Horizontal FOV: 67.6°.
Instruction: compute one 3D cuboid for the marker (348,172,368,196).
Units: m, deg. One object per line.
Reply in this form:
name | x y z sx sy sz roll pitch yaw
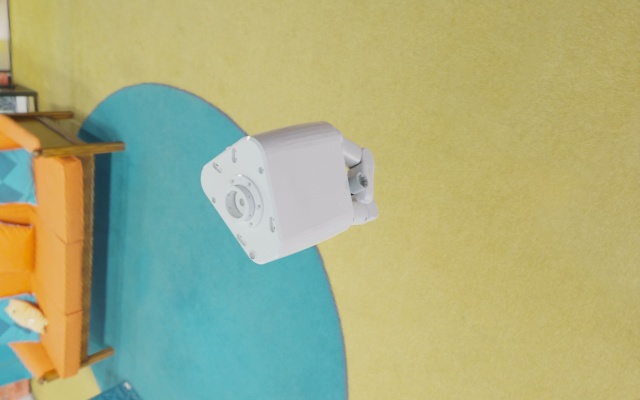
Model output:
marker | 0.000 0.002 0.508 0.121 0.020 0.020 -28 -19 40
